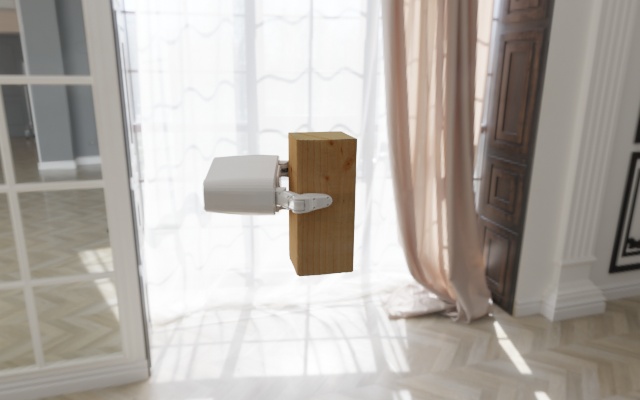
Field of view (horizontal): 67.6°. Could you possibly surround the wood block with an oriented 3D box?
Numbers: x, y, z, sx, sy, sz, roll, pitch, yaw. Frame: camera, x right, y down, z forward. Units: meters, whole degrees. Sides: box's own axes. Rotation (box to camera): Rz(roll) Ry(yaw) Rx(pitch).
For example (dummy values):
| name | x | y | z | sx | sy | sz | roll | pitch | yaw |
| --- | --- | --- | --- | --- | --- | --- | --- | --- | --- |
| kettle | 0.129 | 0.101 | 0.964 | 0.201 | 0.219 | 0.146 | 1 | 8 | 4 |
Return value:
| name | x | y | z | sx | sy | sz | roll | pitch | yaw |
| --- | --- | --- | --- | --- | --- | --- | --- | --- | --- |
| wood block | 0.000 | 0.002 | 0.737 | 0.090 | 0.206 | 0.090 | -3 | 16 | -12 |
